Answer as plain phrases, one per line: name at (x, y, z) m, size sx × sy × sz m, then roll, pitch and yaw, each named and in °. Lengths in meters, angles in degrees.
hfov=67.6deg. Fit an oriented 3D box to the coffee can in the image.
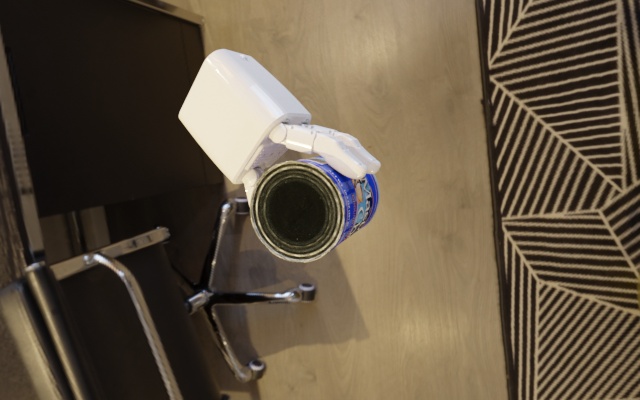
coffee can at (0.000, 0.002, 0.533) m, size 0.103 × 0.103 × 0.140 m, roll 0°, pitch 8°, yaw 21°
